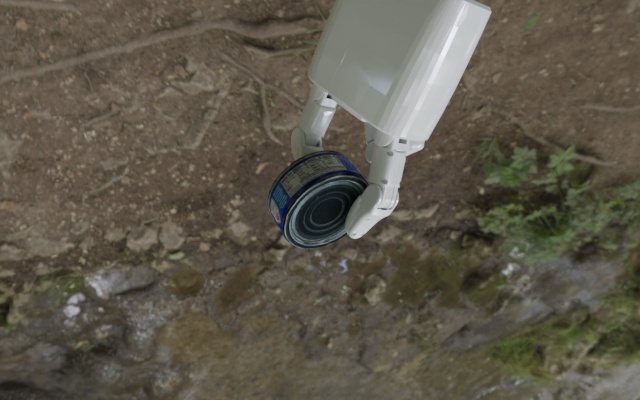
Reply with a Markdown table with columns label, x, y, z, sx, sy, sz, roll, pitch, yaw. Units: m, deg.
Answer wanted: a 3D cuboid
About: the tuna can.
| label | x | y | z | sx | sy | sz | roll | pitch | yaw |
| --- | --- | --- | --- | --- | --- | --- | --- | --- | --- |
| tuna can | 0.000 | 0.002 | 0.412 | 0.086 | 0.086 | 0.033 | 0 | 40 | -35 |
